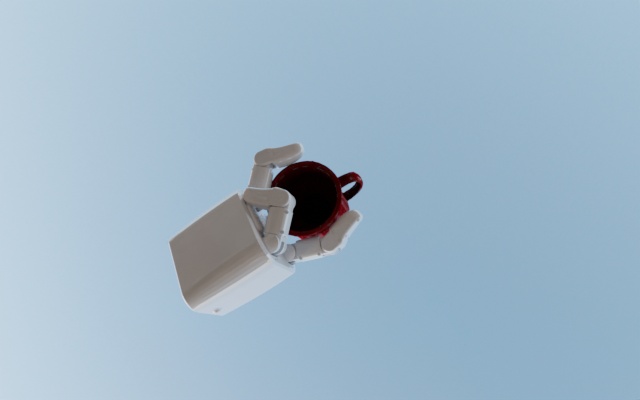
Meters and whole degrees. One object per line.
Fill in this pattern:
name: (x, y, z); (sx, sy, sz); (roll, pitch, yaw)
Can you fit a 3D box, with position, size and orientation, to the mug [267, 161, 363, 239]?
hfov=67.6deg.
mug: (0.001, 0.001, 0.593); (0.117, 0.093, 0.081); (-32, -23, 4)
